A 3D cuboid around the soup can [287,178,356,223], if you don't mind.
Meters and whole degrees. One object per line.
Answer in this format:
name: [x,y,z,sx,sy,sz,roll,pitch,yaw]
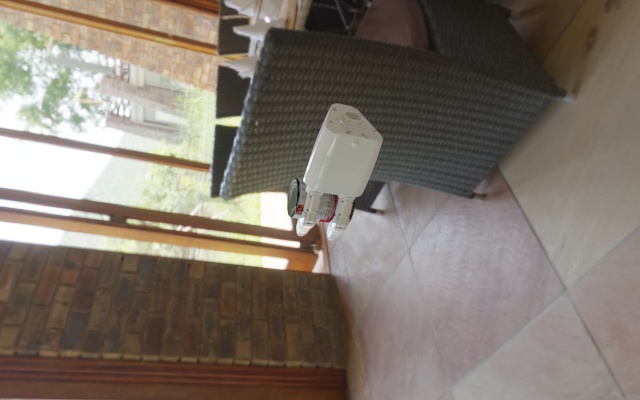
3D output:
soup can: [0.000,0.003,0.813,0.102,0.068,0.068,9,-3,-17]
